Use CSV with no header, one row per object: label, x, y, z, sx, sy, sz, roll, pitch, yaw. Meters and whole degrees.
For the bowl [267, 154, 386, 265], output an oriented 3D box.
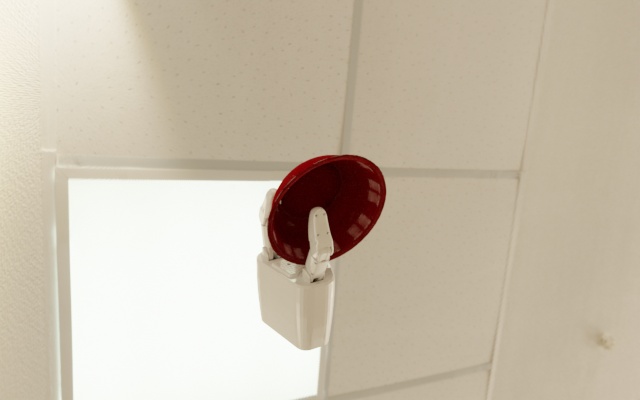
bowl,0.000,0.001,0.596,0.162,0.162,0.055,0,34,-32
